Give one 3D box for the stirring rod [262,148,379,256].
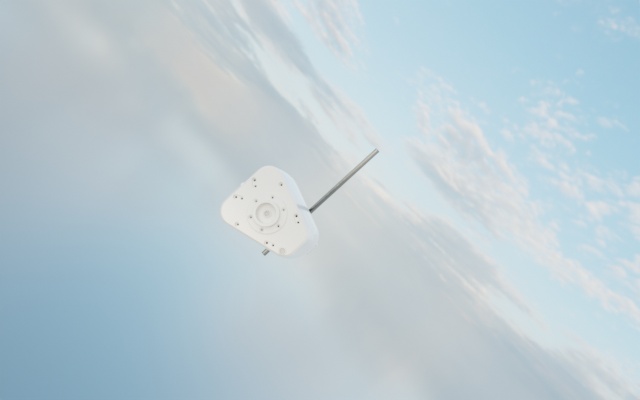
[{"bbox_3d":[0.000,0.003,0.743,0.239,0.011,0.011,-42,0,0],"label":"stirring rod"}]
